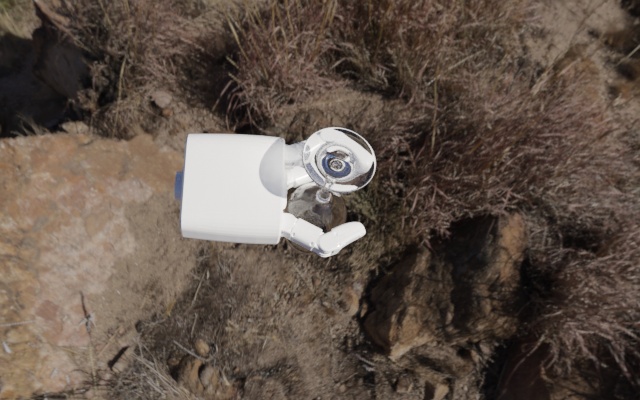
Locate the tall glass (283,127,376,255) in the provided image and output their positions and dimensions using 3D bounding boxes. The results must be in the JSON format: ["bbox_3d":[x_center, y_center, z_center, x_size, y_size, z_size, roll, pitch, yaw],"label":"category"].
[{"bbox_3d":[0.000,0.002,0.553,0.079,0.079,0.201,0,-25,-11],"label":"tall glass"}]
